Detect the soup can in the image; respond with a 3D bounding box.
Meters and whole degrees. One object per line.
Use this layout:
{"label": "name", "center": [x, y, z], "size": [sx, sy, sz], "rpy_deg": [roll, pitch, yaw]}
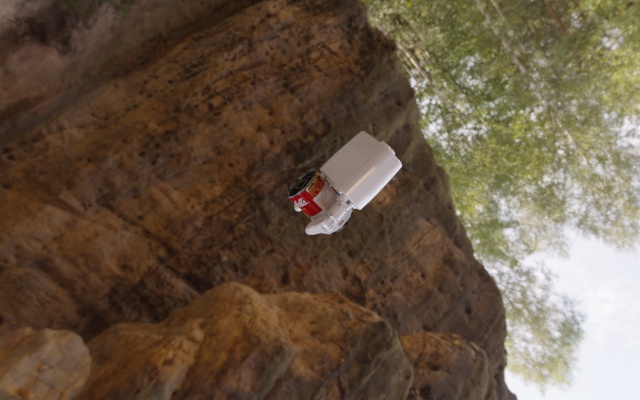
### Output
{"label": "soup can", "center": [0.000, 0.003, 0.830], "size": [0.102, 0.068, 0.068], "rpy_deg": [45, -19, -20]}
